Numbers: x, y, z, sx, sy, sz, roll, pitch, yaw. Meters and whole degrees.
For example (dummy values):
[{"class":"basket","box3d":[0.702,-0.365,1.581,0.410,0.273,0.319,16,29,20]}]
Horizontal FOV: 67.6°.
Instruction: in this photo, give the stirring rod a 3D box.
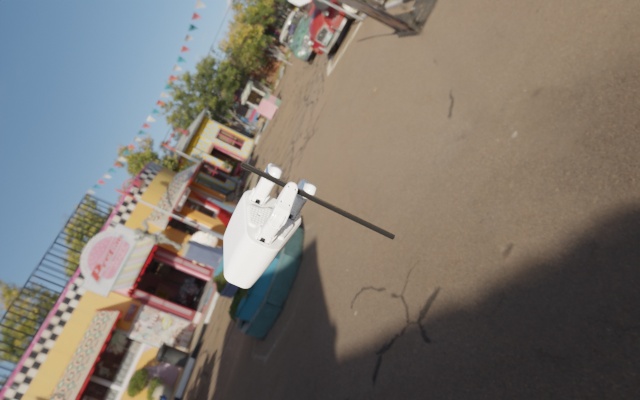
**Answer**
[{"class":"stirring rod","box3d":[0.000,0.002,0.668,0.239,0.011,0.011,26,-6,-12]}]
